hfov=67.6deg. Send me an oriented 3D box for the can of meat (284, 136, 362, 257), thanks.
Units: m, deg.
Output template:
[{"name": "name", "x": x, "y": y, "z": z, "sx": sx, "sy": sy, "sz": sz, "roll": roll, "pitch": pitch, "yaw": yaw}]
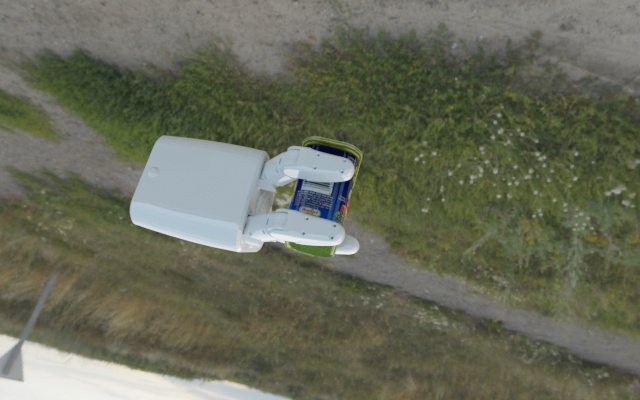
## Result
[{"name": "can of meat", "x": 0.000, "y": 0.002, "z": 0.458, "sx": 0.057, "sy": 0.084, "sz": 0.102, "roll": 14, "pitch": -22, "yaw": 2}]
